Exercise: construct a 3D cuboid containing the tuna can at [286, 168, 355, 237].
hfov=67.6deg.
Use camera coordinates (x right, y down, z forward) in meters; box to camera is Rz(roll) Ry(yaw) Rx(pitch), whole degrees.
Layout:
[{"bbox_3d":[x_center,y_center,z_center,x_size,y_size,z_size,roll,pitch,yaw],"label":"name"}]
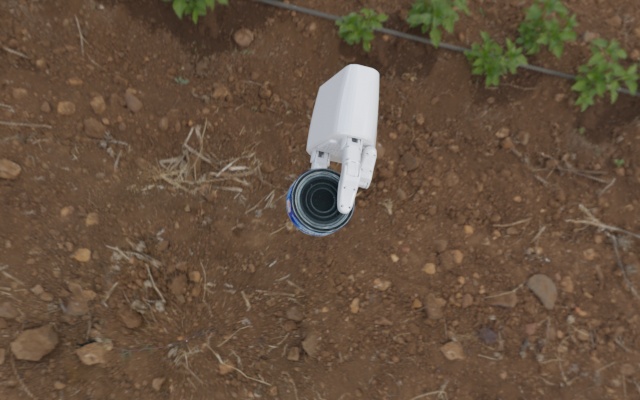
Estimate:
[{"bbox_3d":[0.000,0.002,0.614,0.086,0.086,0.034,0,-10,-14],"label":"tuna can"}]
